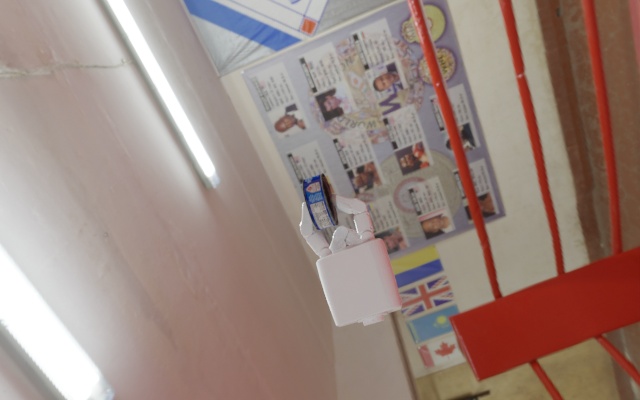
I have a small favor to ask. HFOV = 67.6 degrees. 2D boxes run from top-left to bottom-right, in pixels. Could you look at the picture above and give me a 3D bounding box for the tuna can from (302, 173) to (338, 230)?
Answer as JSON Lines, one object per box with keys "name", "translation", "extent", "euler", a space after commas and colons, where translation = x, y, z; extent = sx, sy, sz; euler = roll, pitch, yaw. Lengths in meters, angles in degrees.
{"name": "tuna can", "translation": [0.000, 0.003, 0.754], "extent": [0.034, 0.086, 0.086], "euler": [-16, -2, 8]}
